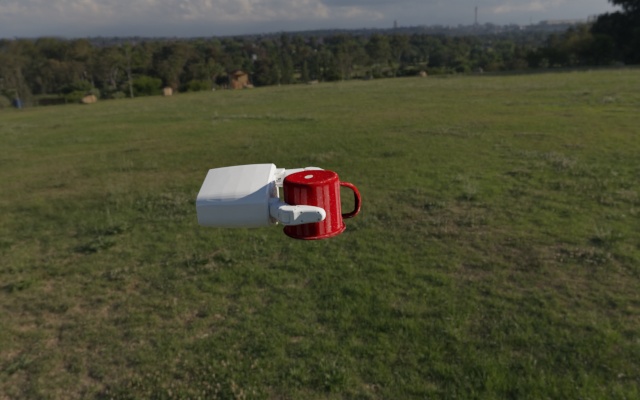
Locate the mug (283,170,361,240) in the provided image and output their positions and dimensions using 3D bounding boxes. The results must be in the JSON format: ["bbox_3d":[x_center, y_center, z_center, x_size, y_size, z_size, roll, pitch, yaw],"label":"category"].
[{"bbox_3d":[0.002,0.002,0.697,0.117,0.081,0.093,-4,18,1],"label":"mug"}]
